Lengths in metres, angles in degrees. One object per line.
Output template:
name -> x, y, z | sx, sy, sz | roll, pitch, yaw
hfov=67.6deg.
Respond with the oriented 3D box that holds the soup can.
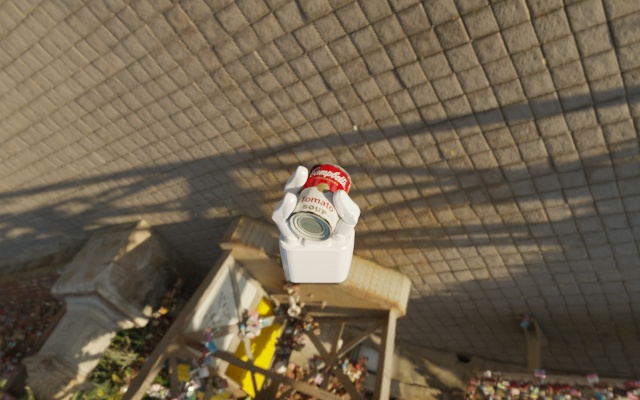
soup can -> 0.000, 0.002, 0.715 | 0.068, 0.102, 0.069 | 14, -39, 11
